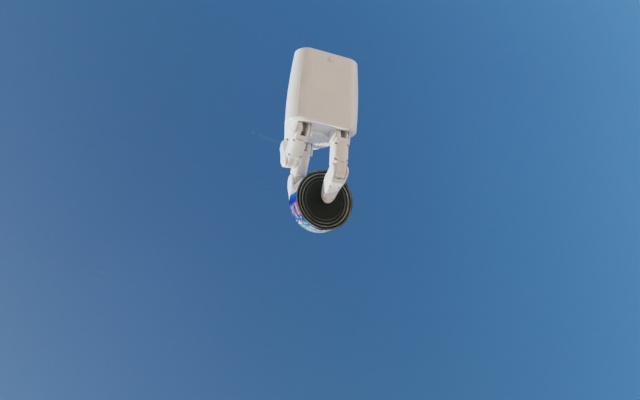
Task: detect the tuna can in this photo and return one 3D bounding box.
[{"bbox_3d":[0.000,0.002,0.673,0.086,0.086,0.034,0,-13,-25],"label":"tuna can"}]
